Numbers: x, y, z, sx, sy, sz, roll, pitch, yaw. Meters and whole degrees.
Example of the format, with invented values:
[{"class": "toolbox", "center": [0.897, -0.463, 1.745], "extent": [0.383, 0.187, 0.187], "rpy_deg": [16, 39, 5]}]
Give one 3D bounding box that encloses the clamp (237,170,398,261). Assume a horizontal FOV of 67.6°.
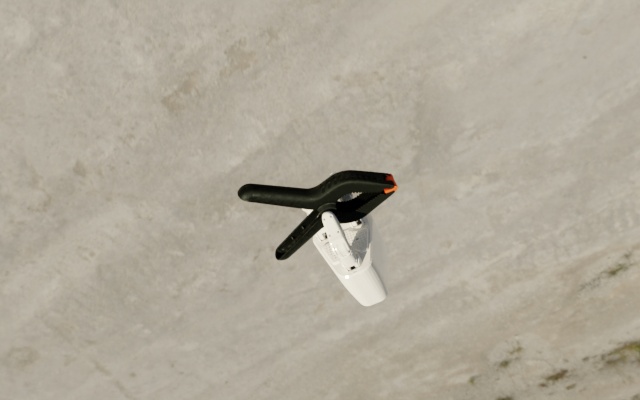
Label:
[{"class": "clamp", "center": [0.001, 0.003, 0.658], "extent": [0.210, 0.036, 0.165], "rpy_deg": [-23, -41, 8]}]
